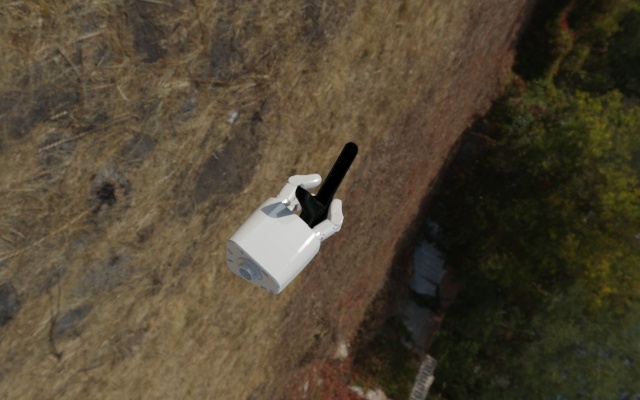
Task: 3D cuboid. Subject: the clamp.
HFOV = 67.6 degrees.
[{"bbox_3d":[0.001,0.004,0.823,0.036,0.210,0.164,34,54,15],"label":"clamp"}]
